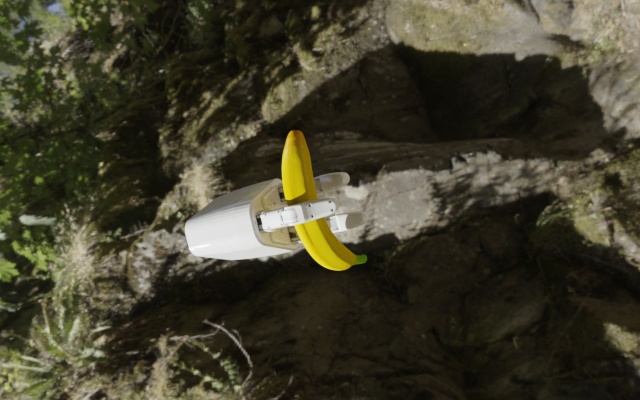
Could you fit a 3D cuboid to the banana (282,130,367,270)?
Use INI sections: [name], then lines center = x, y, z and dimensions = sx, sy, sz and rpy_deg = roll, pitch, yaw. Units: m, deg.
[banana]
center = -0.007, 0.014, 0.579
dimensions = 0.037, 0.198, 0.069
rpy_deg = -11, 25, 37
